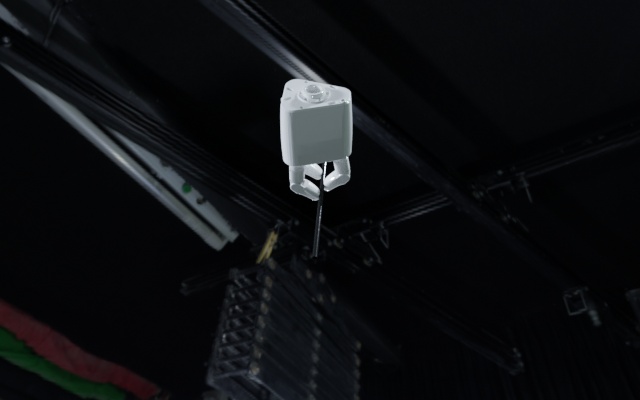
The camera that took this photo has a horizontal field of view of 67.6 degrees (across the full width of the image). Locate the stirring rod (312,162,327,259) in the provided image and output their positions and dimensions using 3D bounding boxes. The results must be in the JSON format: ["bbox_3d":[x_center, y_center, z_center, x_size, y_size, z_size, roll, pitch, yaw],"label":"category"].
[{"bbox_3d":[0.000,0.003,0.815,0.011,0.239,0.011,3,-45,3],"label":"stirring rod"}]
